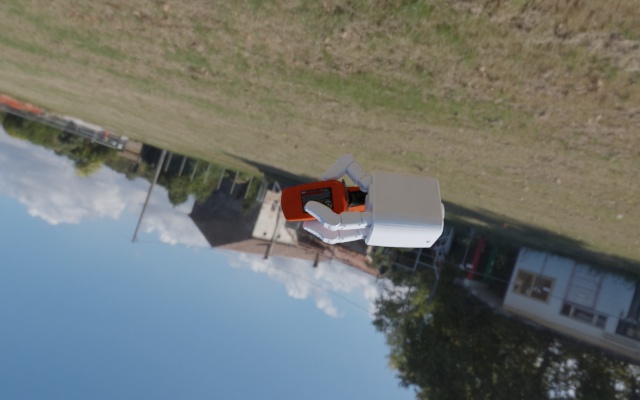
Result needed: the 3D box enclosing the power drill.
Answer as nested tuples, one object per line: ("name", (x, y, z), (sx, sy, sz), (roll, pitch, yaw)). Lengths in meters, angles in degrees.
("power drill", (0.000, 0.003, 0.824), (0.184, 0.057, 0.187), (-10, -2, 17))
